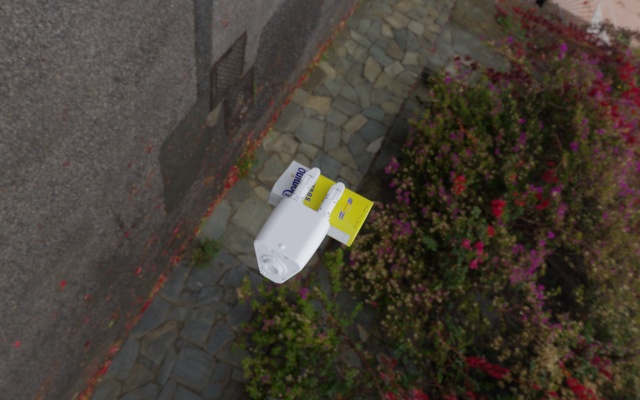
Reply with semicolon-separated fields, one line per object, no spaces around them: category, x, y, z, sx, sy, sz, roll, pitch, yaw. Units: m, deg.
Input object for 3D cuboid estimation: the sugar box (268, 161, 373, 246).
sugar box;0.000;0.003;0.897;0.176;0.093;0.048;29;-38;5
